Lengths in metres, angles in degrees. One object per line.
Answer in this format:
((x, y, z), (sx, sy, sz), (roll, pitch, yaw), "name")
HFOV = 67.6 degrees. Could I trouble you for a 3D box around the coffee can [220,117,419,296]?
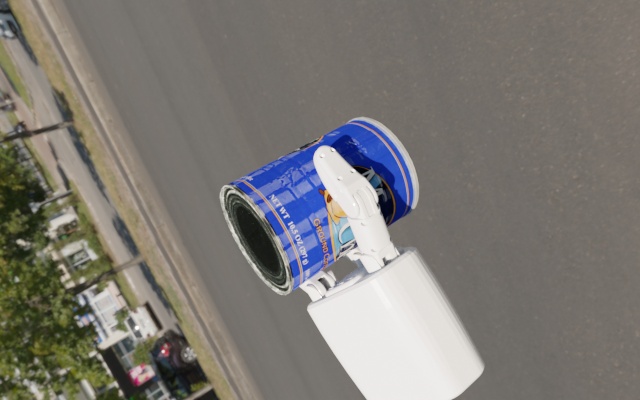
((0.000, 0.001, 0.416), (0.140, 0.103, 0.103), (-30, 14, -25), "coffee can")
